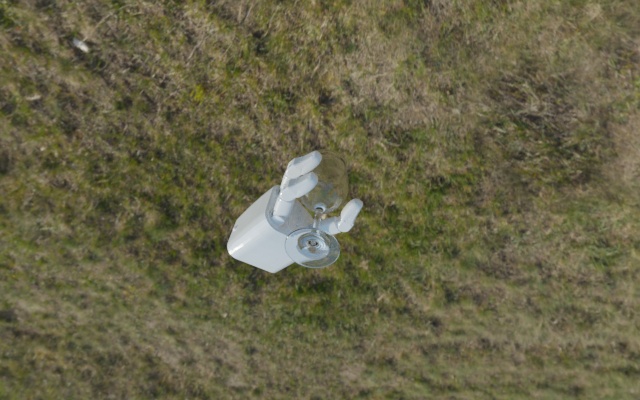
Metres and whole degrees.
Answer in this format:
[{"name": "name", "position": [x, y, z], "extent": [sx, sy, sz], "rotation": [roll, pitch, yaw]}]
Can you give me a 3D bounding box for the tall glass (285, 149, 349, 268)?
[{"name": "tall glass", "position": [0.000, 0.003, 0.709], "extent": [0.079, 0.079, 0.201], "rotation": [0, 39, 9]}]
